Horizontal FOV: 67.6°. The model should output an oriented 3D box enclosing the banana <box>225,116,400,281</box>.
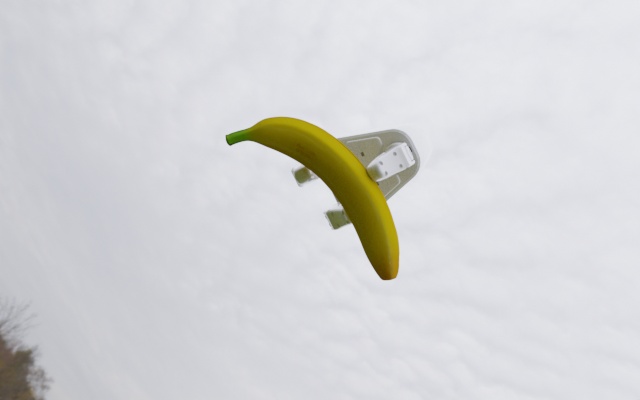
[{"bbox_3d":[0.010,-0.015,0.433,0.198,0.069,0.037,41,2,3],"label":"banana"}]
